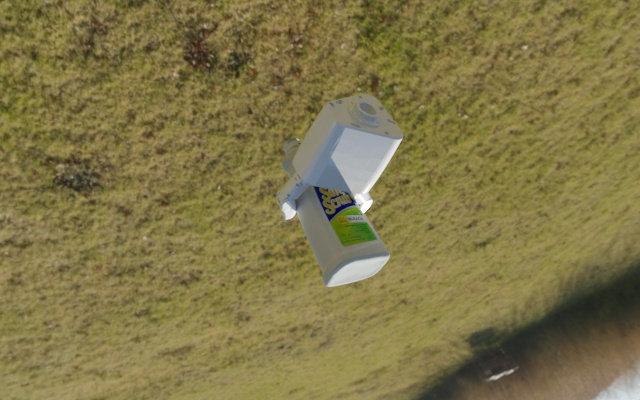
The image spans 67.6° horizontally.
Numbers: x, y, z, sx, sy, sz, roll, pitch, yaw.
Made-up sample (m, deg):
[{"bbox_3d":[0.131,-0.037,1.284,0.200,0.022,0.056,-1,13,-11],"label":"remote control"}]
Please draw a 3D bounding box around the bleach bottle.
[{"bbox_3d":[0.000,0.002,0.714,0.102,0.250,0.068,-6,-37,-36],"label":"bleach bottle"}]
